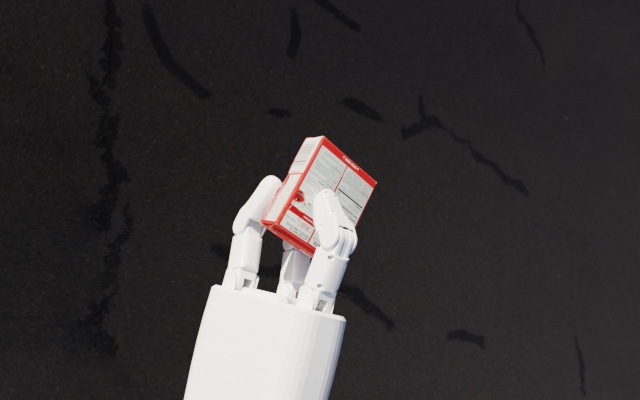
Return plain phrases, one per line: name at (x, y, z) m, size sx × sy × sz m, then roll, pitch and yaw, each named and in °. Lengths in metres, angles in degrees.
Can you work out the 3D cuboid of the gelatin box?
gelatin box at (0.000, 0.001, 0.412) m, size 0.073 × 0.089 × 0.030 m, roll 37°, pitch -18°, yaw -31°
